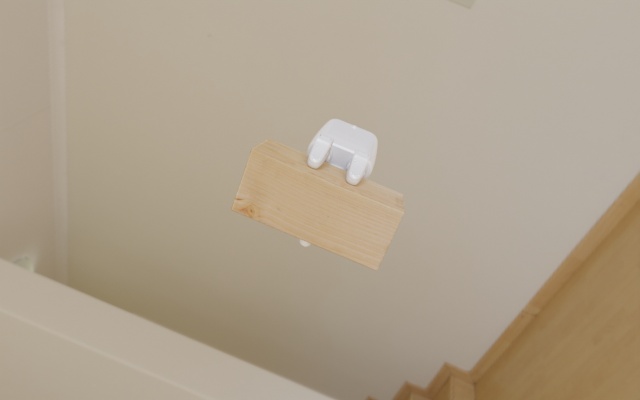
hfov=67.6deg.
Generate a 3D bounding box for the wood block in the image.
[{"bbox_3d":[0.000,0.002,0.644,0.206,0.091,0.090,22,18,2],"label":"wood block"}]
